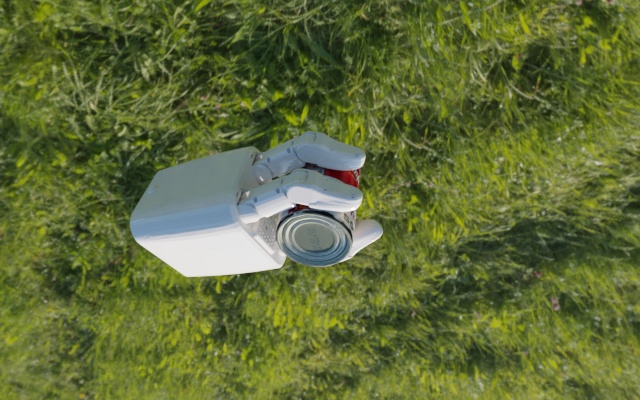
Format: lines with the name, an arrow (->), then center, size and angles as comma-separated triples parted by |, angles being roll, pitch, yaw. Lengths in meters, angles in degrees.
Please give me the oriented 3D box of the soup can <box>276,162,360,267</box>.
soup can -> 0.001, 0.002, 0.439 | 0.068, 0.069, 0.102 | 0, 41, 9
